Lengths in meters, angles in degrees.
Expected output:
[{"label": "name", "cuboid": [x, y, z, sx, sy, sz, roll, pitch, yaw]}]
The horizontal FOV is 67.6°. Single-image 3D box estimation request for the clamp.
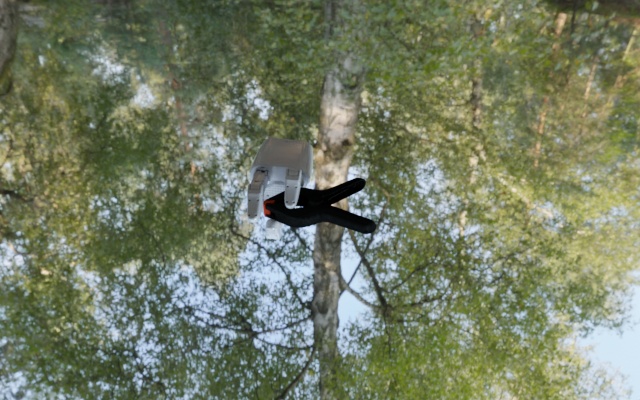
[{"label": "clamp", "cuboid": [0.000, 0.003, 0.739, 0.171, 0.039, 0.120, 5, 34, 2]}]
